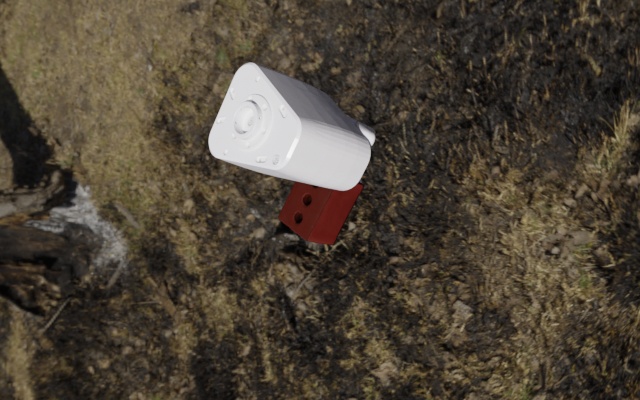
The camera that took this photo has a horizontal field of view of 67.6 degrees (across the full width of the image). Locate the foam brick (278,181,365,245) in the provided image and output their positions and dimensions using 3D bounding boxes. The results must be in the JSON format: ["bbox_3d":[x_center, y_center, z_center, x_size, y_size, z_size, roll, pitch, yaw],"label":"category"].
[{"bbox_3d":[0.000,0.002,0.523,0.053,0.078,0.051,35,15,35],"label":"foam brick"}]
